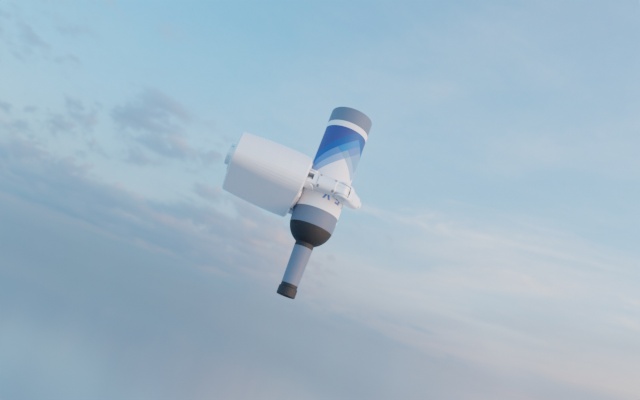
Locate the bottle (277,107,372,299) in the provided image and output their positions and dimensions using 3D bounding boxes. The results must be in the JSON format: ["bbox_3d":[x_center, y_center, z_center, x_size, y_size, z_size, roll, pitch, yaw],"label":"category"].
[{"bbox_3d":[0.000,0.002,0.712,0.069,0.295,0.069,19,-16,6],"label":"bottle"}]
